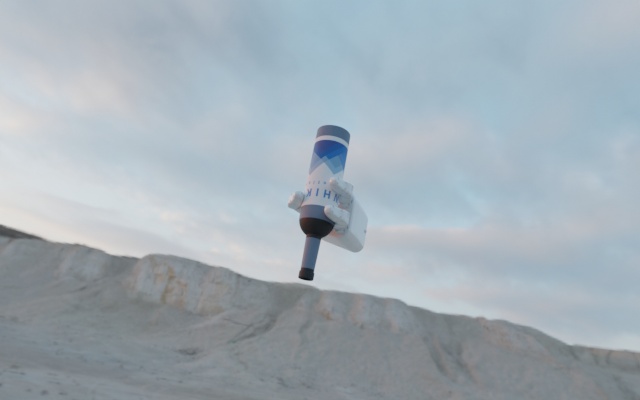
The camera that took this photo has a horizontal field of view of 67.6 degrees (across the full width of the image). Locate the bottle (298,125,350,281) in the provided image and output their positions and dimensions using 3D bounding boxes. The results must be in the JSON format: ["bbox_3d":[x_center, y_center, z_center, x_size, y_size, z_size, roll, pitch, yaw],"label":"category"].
[{"bbox_3d":[0.000,0.003,0.889,0.069,0.295,0.069,10,-21,4],"label":"bottle"}]
